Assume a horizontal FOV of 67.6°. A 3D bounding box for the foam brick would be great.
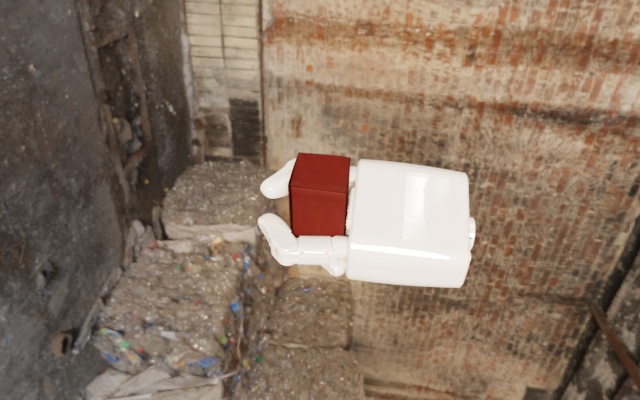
[{"bbox_3d":[0.000,0.001,0.448,0.051,0.078,0.053,6,42,6],"label":"foam brick"}]
